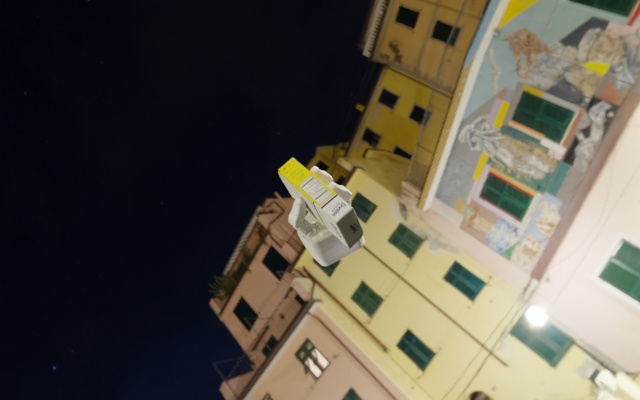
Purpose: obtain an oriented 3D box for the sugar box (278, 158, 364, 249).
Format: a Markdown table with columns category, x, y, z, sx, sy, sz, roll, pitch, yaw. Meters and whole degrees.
| category | x | y | z | sx | sy | sz | roll | pitch | yaw |
| --- | --- | --- | --- | --- | --- | --- | --- | --- | --- |
| sugar box | 0.001 | 0.002 | 0.859 | 0.176 | 0.048 | 0.093 | 39 | -14 | 36 |
